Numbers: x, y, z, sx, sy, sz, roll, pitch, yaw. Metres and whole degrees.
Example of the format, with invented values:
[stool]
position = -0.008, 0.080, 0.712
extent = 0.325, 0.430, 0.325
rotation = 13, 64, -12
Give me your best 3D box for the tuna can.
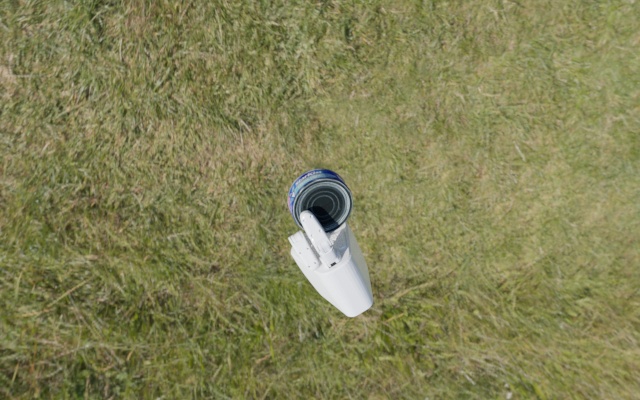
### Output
[tuna can]
position = 0.000, 0.002, 0.648
extent = 0.086, 0.086, 0.033
rotation = 0, 26, -15
